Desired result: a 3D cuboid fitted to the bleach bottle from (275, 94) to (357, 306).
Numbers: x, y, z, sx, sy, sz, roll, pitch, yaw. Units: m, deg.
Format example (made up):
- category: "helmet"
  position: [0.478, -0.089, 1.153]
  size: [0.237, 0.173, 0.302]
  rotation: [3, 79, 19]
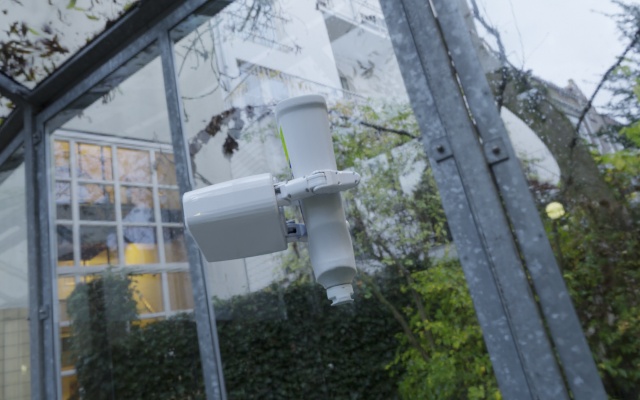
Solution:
- category: "bleach bottle"
  position: [0.000, 0.002, 0.593]
  size: [0.068, 0.250, 0.103]
  rotation: [-12, -18, -2]
